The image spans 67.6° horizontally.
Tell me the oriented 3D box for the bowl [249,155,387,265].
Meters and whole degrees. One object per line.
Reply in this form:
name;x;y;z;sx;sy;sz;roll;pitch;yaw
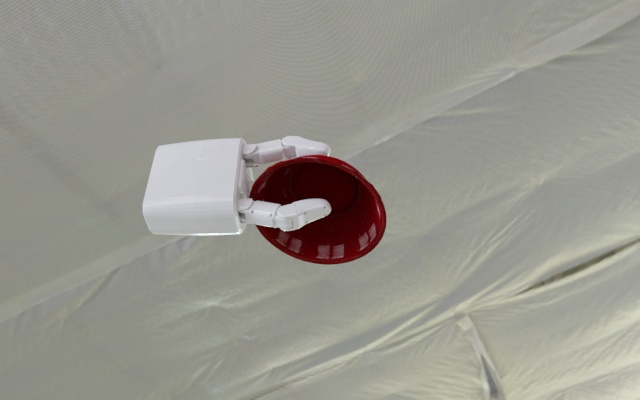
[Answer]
bowl;0.001;0.002;0.570;0.162;0.162;0.055;0;39;14
